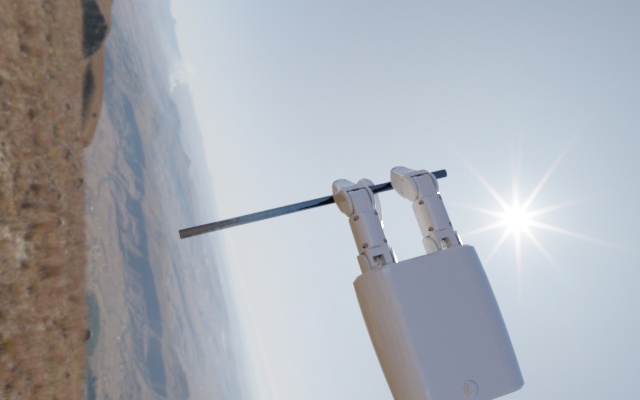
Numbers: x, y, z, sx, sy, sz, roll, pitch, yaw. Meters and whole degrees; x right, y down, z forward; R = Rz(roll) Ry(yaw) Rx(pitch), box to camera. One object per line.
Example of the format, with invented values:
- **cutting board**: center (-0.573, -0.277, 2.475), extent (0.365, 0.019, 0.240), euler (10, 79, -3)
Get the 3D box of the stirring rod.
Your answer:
- **stirring rod**: center (0.000, 0.001, 0.413), extent (0.239, 0.011, 0.011), euler (-13, 3, -12)
